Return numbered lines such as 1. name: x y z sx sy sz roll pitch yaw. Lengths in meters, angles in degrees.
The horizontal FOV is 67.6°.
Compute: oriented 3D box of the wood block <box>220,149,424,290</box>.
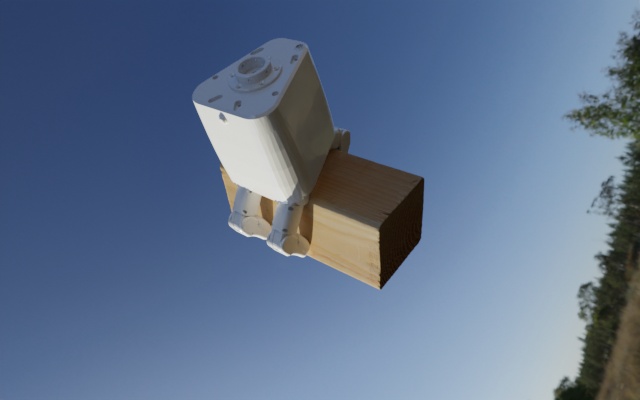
1. wood block: 0.000 0.001 0.528 0.206 0.090 0.090 22 46 31
